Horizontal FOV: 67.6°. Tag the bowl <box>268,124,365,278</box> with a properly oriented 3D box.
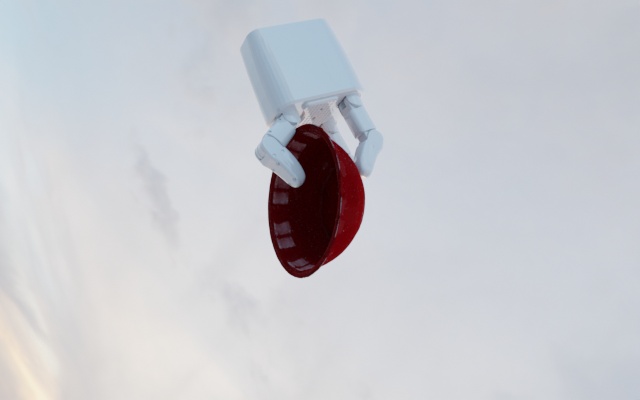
[{"bbox_3d":[0.001,0.003,0.514,0.055,0.162,0.162,4,-2,-30],"label":"bowl"}]
